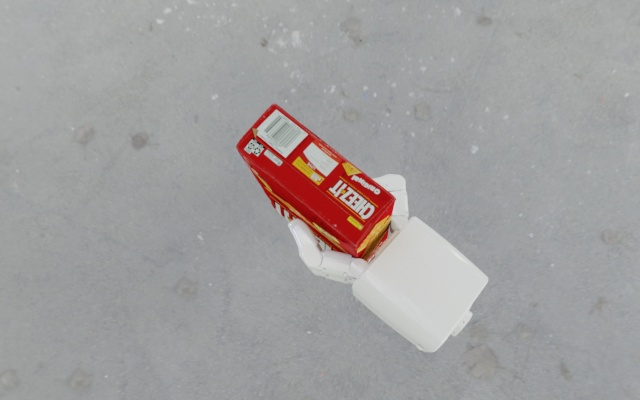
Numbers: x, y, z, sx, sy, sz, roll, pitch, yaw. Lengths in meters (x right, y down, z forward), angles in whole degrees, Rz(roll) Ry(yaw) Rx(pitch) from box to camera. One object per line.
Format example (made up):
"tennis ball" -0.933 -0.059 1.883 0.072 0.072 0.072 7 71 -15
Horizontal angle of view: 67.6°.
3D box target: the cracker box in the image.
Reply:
"cracker box" 0.000 0.002 0.565 0.164 0.072 0.214 39 -10 14
